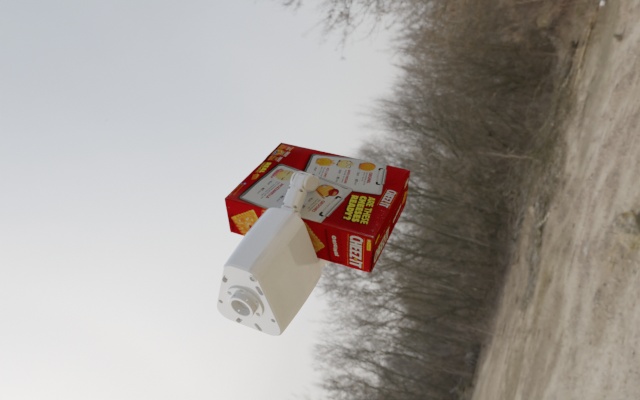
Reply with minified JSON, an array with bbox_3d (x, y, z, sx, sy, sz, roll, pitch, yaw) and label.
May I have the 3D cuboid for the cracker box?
[{"bbox_3d":[0.000,0.002,0.679,0.213,0.072,0.164,15,40,20],"label":"cracker box"}]
